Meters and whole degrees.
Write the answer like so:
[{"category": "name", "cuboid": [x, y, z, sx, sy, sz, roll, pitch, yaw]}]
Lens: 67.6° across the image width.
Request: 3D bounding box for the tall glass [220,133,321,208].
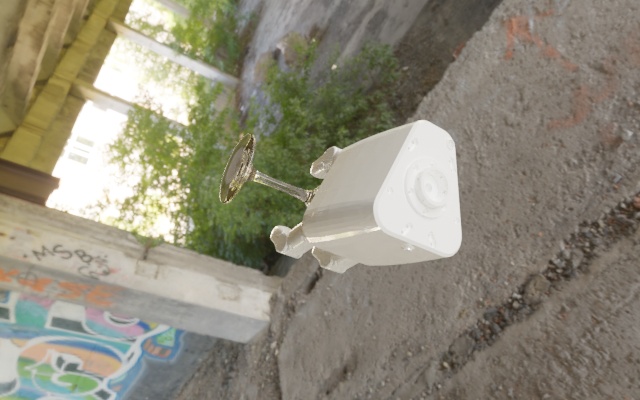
[{"category": "tall glass", "cuboid": [-0.001, 0.001, 0.513, 0.201, 0.079, 0.079, 22, -10, -26]}]
